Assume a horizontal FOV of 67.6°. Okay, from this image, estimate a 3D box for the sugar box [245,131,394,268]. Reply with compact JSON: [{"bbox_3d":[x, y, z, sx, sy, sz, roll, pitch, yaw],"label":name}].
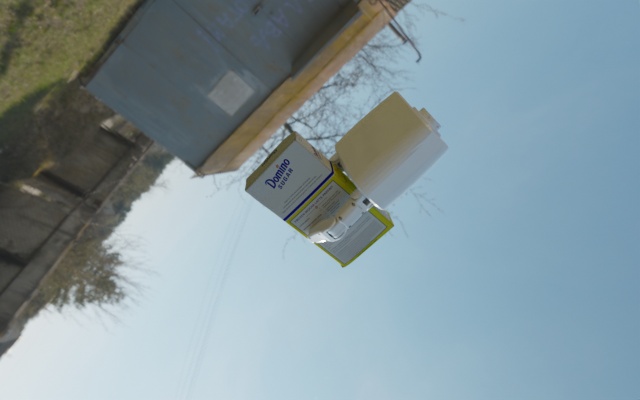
[{"bbox_3d":[0.000,0.002,0.611,0.176,0.093,0.048,41,17,-20],"label":"sugar box"}]
